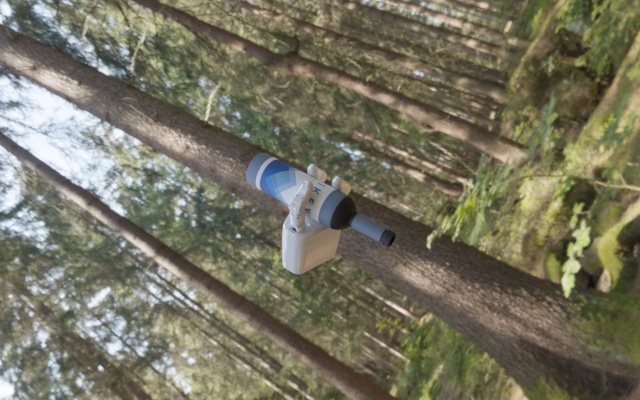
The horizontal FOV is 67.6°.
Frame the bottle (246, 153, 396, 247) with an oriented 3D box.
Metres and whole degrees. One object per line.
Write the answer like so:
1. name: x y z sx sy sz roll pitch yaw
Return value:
1. bottle: 0.000 0.003 0.852 0.295 0.069 0.069 28 12 23
